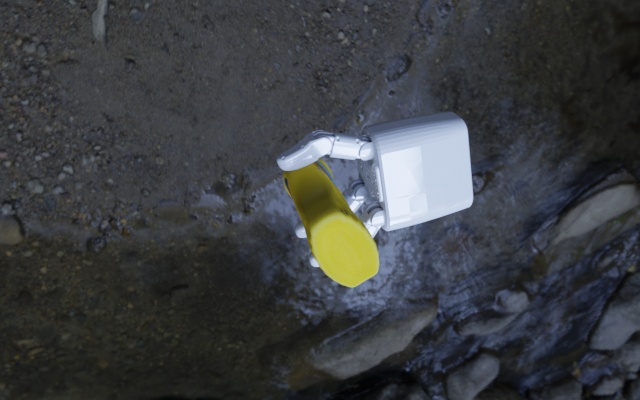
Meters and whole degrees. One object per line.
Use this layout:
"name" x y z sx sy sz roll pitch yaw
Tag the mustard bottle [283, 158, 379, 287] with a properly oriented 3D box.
"mustard bottle" 0.000 0.002 0.523 0.058 0.096 0.191 -33 35 4
